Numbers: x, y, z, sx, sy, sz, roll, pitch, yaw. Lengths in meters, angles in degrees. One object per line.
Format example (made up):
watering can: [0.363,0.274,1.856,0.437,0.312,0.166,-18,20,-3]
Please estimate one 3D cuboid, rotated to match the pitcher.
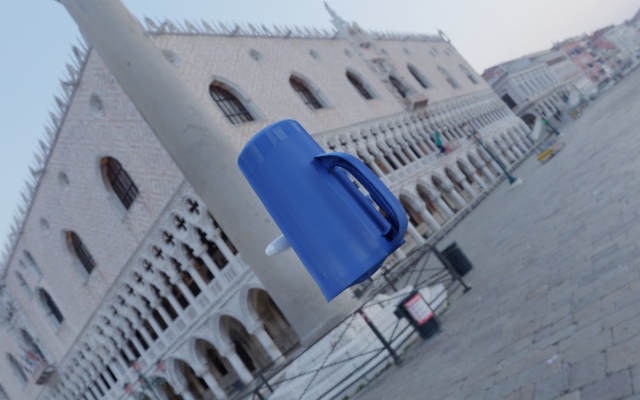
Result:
pitcher: [0.000,0.002,0.657,0.149,0.243,0.145,-37,-10,-3]
